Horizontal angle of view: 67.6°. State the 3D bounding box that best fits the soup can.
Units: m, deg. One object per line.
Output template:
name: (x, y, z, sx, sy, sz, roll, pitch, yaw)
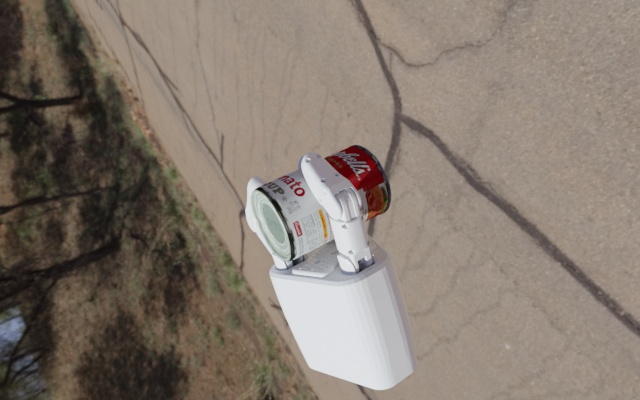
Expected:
soup can: (0.000, 0.001, 0.410, 0.102, 0.068, 0.068, -26, 11, -24)
